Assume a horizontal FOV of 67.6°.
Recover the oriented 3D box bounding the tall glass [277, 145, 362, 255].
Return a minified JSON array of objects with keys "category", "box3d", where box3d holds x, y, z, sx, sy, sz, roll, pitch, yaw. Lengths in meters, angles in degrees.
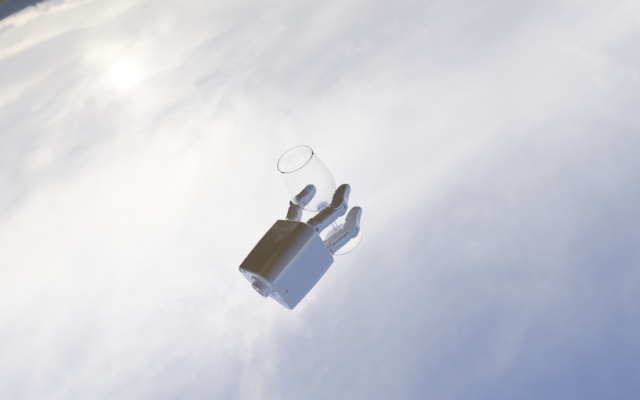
[{"category":"tall glass","box3d":[0.000,0.003,0.795,0.079,0.079,0.201,0,-42,33]}]
